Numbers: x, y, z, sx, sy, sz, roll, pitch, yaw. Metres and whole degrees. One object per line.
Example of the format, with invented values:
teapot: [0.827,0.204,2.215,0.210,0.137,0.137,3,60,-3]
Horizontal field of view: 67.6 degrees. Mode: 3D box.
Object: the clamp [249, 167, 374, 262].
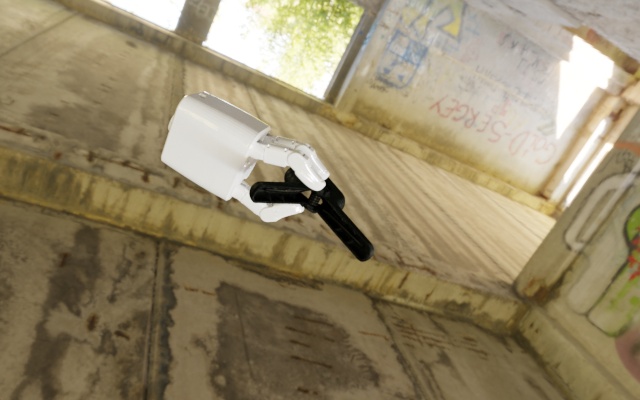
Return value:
clamp: [0.000,0.002,0.640,0.164,0.036,0.210,33,17,-4]
